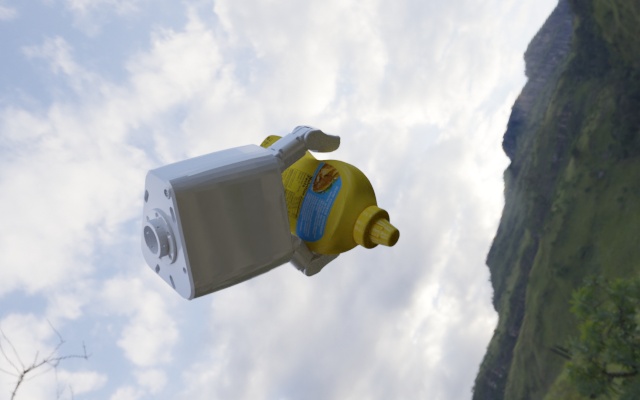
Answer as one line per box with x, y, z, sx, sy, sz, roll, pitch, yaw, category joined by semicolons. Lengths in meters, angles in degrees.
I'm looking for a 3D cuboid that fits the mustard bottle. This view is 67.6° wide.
0.000;0.002;0.493;0.191;0.096;0.058;26;8;39;mustard bottle
